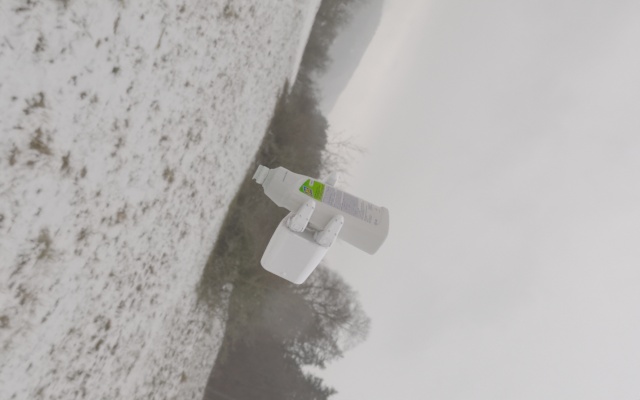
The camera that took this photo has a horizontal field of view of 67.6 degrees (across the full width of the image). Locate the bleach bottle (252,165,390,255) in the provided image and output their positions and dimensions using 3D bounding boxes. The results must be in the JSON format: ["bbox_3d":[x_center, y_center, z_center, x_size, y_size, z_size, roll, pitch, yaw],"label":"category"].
[{"bbox_3d":[0.000,0.003,0.848,0.251,0.068,0.102,27,29,-9],"label":"bleach bottle"}]
